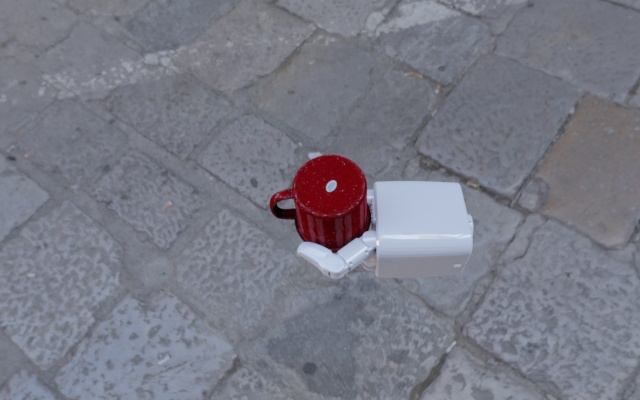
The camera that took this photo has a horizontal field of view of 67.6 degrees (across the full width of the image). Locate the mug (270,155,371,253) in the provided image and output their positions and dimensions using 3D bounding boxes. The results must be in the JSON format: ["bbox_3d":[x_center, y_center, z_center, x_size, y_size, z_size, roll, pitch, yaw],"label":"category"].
[{"bbox_3d":[-0.001,0.002,0.545,0.117,0.093,0.081,-1,-29,4],"label":"mug"}]
